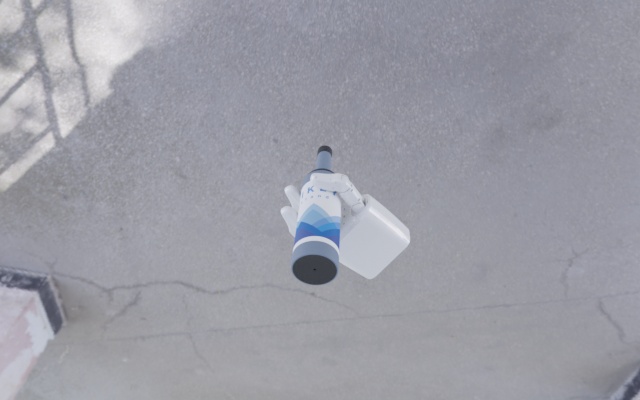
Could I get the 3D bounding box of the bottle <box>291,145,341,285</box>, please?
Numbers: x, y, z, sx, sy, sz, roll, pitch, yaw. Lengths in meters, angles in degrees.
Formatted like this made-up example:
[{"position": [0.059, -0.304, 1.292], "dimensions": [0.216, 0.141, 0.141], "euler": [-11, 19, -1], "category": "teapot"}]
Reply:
[{"position": [0.000, 0.003, 0.773], "dimensions": [0.069, 0.069, 0.295], "euler": [0, 40, 4], "category": "bottle"}]
